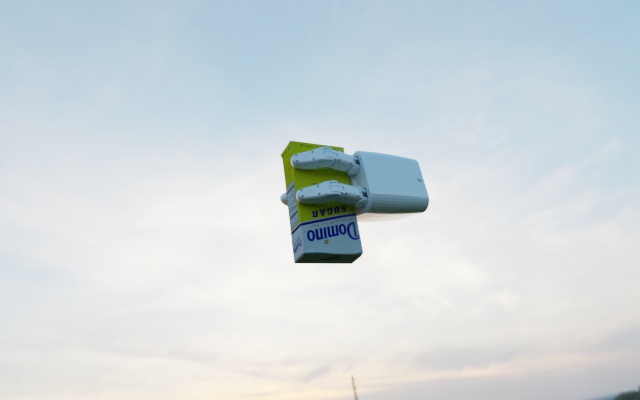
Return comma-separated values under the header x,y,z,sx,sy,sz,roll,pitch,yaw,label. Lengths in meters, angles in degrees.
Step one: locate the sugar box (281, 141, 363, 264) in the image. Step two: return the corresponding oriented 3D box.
x,y,z,sx,sy,sz,roll,pitch,yaw,label
0.000,0.002,0.687,0.093,0.176,0.048,3,-30,-25,sugar box
